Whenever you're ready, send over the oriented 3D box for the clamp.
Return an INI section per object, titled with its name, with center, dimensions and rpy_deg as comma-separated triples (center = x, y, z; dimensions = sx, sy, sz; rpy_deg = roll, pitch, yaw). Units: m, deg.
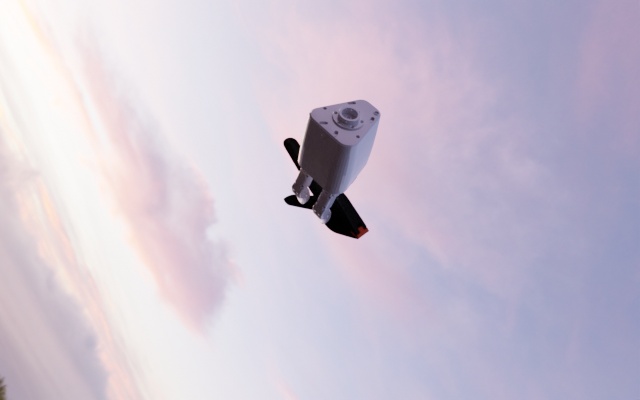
[clamp]
center = 0.001, 0.003, 0.860
dimensions = 0.036, 0.210, 0.165
rpy_deg = -34, -25, -28
